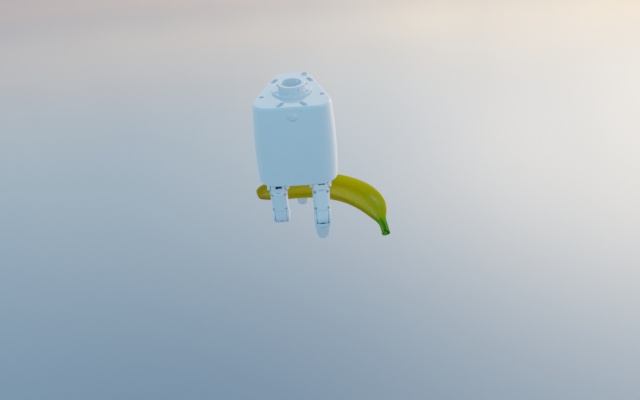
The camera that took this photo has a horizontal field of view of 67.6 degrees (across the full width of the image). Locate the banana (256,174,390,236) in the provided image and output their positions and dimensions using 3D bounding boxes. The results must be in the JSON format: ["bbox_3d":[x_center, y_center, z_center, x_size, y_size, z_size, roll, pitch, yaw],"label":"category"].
[{"bbox_3d":[0.010,-0.010,0.670,0.198,0.069,0.037,15,-41,15],"label":"banana"}]
